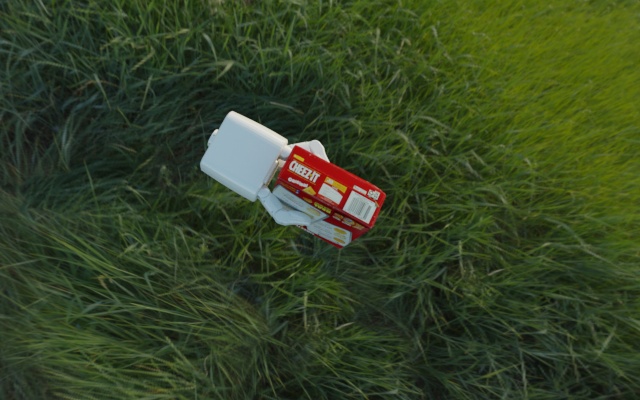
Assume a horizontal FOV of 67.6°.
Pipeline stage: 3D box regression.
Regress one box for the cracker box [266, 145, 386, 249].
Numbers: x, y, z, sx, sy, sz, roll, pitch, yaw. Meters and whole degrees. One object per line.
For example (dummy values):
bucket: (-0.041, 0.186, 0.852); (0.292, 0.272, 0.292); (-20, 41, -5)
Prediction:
cracker box: (0.000, 0.003, 0.820); (0.164, 0.072, 0.214); (28, -17, -3)
